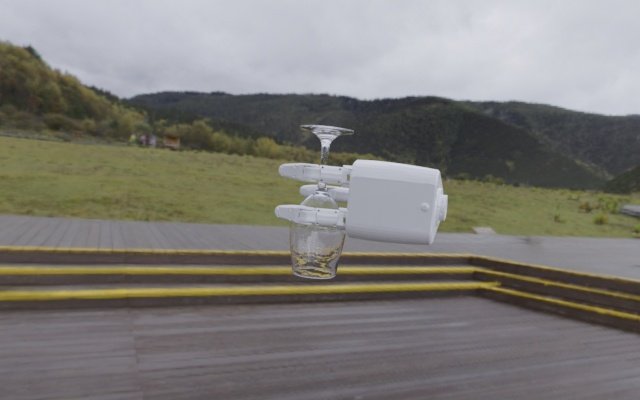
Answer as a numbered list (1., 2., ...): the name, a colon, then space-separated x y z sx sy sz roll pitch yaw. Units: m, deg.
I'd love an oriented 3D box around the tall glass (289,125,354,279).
1. tall glass: 0.000 0.001 0.654 0.079 0.201 0.079 6 3 0
